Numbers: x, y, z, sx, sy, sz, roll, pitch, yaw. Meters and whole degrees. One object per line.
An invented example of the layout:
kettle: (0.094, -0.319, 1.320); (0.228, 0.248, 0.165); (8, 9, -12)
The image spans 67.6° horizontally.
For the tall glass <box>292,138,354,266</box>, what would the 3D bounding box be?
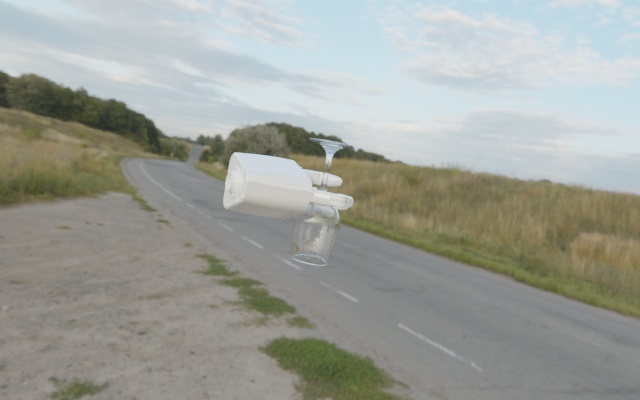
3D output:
tall glass: (0.000, 0.002, 0.789); (0.079, 0.201, 0.079); (10, 4, -1)
